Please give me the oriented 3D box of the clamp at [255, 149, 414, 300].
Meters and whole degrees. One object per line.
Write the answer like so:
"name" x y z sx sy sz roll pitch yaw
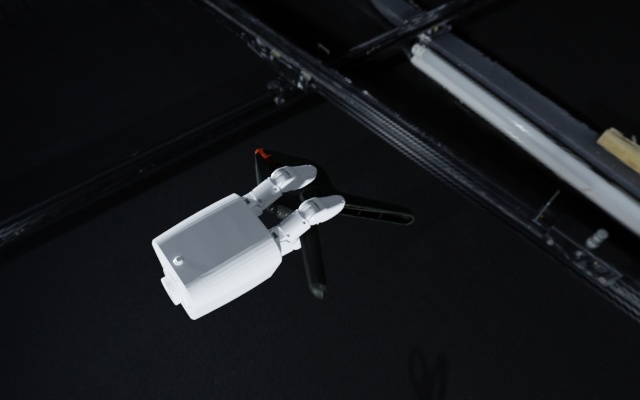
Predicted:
"clamp" -0.001 0.002 0.588 0.164 0.210 0.036 -29 -28 -26
